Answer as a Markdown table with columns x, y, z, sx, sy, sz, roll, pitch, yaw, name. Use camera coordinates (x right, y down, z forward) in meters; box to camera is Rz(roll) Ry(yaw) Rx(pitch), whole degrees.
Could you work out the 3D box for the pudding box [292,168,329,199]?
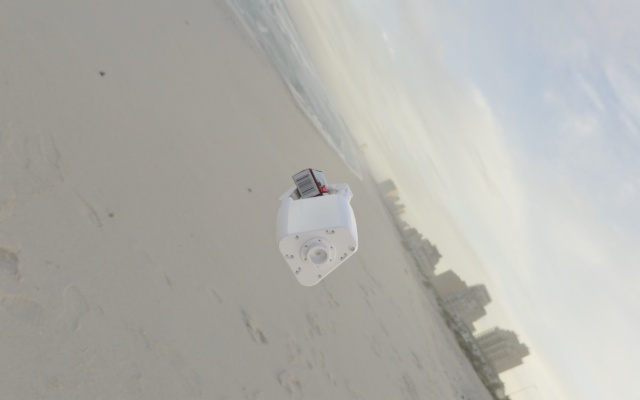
| x | y | z | sx | sy | sz | roll | pitch | yaw | name |
| --- | --- | --- | --- | --- | --- | --- | --- | --- | --- |
| 0.000 | 0.003 | 0.825 | 0.039 | 0.113 | 0.090 | -24 | -5 | 11 | pudding box |
